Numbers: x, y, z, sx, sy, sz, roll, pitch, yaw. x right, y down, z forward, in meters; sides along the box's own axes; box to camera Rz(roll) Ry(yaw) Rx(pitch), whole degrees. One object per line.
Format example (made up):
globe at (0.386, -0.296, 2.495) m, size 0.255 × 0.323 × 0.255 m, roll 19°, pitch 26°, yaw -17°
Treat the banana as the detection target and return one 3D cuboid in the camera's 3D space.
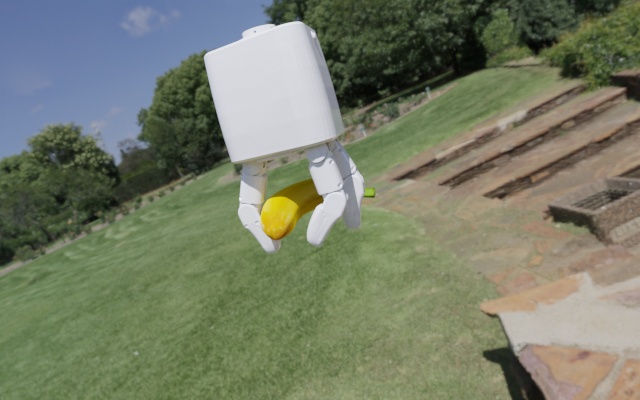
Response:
banana at (-0.014, 0.001, 0.511) m, size 0.069 × 0.037 × 0.197 m, roll 1°, pitch 14°, yaw 33°
